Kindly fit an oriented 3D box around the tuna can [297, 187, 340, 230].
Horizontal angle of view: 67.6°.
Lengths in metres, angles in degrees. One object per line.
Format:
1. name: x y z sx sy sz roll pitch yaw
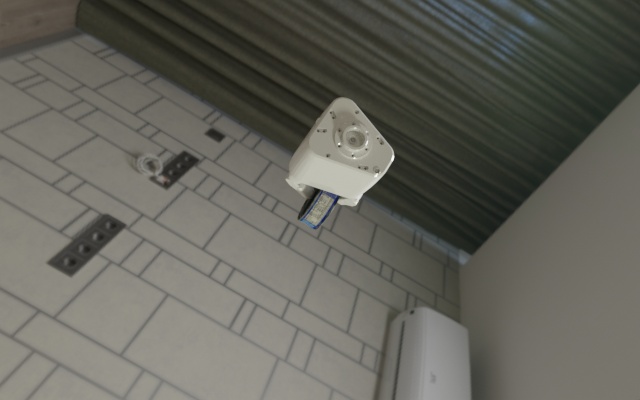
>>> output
1. tuna can: 0.001 0.003 0.756 0.034 0.086 0.086 33 -5 -8
